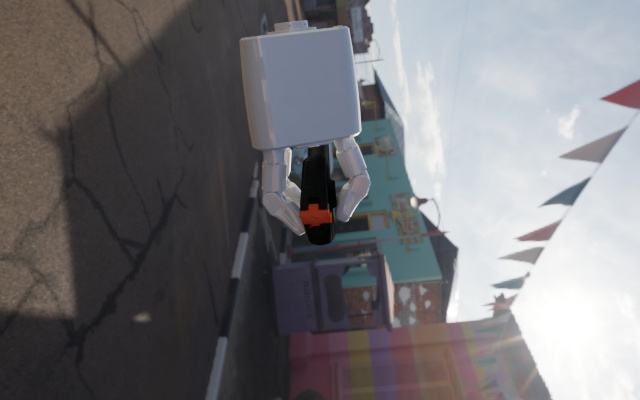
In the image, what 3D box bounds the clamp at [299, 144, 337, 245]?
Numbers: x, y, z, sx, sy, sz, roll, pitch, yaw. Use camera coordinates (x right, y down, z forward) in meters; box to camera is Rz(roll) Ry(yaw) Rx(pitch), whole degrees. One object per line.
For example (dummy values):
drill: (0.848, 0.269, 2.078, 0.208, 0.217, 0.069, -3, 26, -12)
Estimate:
clamp: (0.001, 0.002, 0.532, 0.036, 0.165, 0.210, -5, 19, 3)
